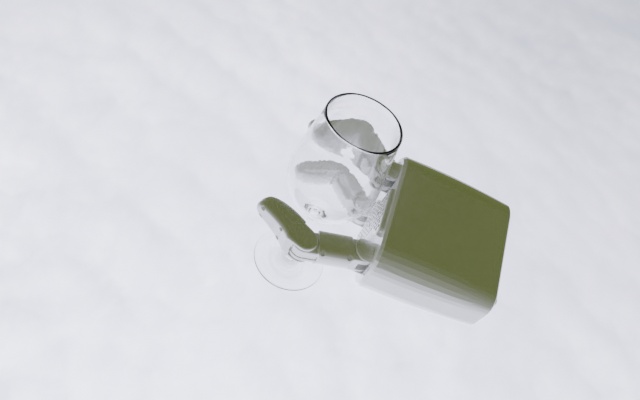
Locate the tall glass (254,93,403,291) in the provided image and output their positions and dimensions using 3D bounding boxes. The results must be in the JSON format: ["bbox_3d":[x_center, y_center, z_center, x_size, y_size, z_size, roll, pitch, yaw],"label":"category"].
[{"bbox_3d":[0.000,0.002,0.419,0.079,0.079,0.201,0,-36,-23],"label":"tall glass"}]
